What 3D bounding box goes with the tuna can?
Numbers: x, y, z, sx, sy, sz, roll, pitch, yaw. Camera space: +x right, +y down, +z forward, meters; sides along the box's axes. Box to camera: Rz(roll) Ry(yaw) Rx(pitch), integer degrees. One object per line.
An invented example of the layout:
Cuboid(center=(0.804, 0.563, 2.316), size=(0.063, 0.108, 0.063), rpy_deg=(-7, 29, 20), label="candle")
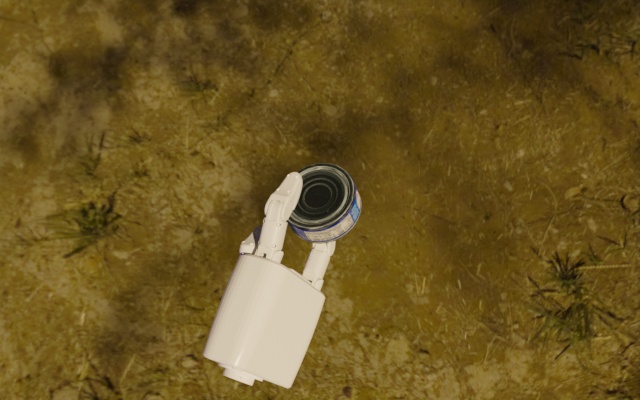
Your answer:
Cuboid(center=(0.000, 0.001, 0.523), size=(0.086, 0.086, 0.034), rpy_deg=(0, -30, 18), label="tuna can")
